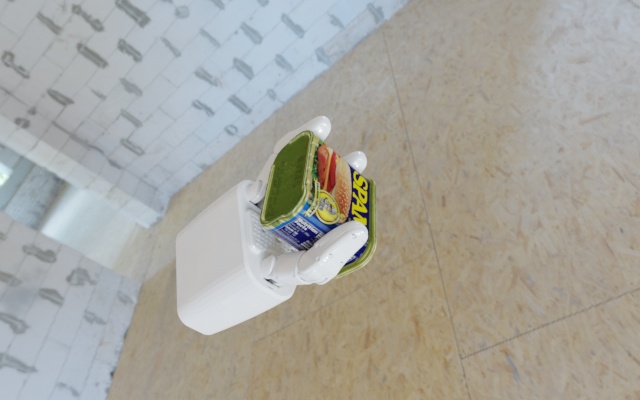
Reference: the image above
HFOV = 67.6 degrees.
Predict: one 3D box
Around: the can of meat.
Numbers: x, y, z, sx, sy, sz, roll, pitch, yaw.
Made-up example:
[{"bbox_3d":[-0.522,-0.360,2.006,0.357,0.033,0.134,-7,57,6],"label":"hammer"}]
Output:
[{"bbox_3d":[0.000,0.001,0.410,0.057,0.102,0.084,-30,-53,33],"label":"can of meat"}]
